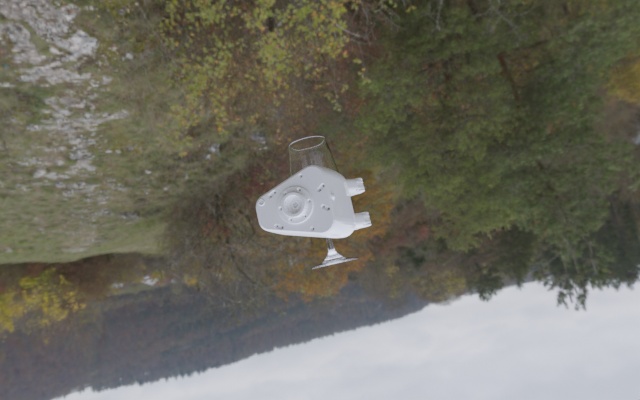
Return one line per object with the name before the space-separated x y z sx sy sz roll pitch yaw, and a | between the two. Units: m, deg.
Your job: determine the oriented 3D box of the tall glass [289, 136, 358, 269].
tall glass | 0.000 0.003 0.757 0.079 0.201 0.079 -13 -8 -2
